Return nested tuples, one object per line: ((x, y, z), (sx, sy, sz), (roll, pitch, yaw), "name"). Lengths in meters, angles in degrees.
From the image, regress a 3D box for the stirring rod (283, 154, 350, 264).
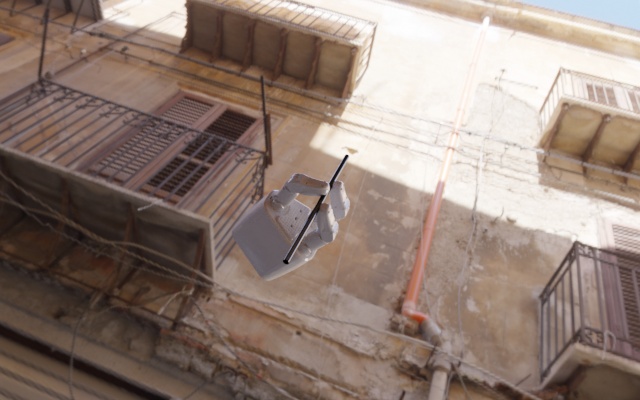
((0.000, 0.002, 0.655), (0.011, 0.011, 0.239), (0, 36, 25), "stirring rod")
